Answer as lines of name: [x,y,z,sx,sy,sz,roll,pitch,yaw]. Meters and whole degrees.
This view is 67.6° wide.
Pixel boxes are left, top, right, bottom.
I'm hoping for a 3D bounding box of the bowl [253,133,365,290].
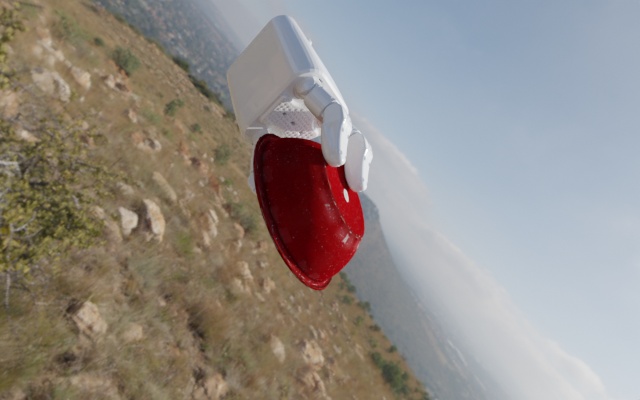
bowl: [0.001,0.003,0.462,0.055,0.162,0.162,-20,-6,18]
